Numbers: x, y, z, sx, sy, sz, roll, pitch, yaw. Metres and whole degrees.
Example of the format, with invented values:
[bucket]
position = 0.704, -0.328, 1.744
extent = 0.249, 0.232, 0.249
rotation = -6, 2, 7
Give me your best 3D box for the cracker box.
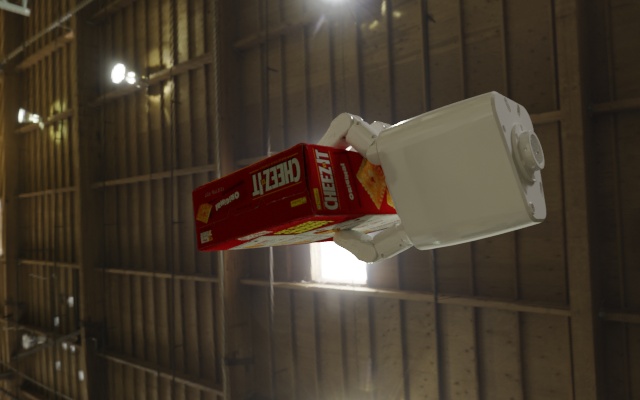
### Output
[cracker box]
position = 0.000, 0.002, 0.509
extent = 0.164, 0.072, 0.214
rotation = -19, -13, 39
